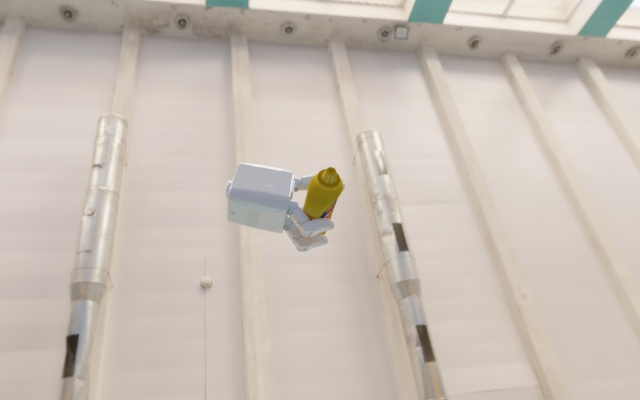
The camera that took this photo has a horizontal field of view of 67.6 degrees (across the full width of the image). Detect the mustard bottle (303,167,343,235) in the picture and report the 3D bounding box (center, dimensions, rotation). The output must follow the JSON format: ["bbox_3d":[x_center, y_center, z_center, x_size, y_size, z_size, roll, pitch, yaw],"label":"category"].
[{"bbox_3d":[0.000,0.003,0.866,0.058,0.096,0.192,31,-34,9],"label":"mustard bottle"}]
